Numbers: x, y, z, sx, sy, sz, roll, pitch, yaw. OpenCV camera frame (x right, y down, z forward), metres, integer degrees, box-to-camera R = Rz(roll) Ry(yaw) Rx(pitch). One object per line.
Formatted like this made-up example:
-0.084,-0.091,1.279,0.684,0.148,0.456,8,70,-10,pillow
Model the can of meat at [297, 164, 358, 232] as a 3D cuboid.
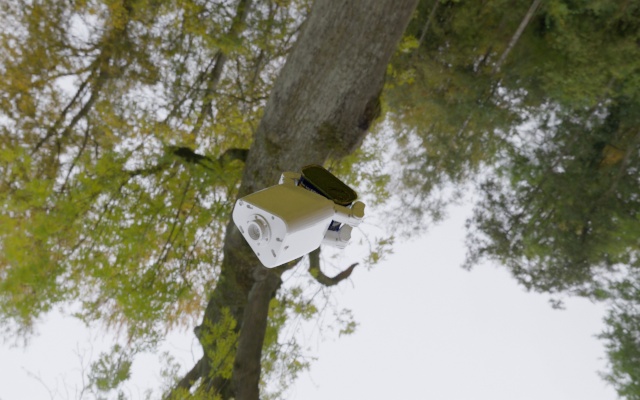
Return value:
0.000,0.003,0.808,0.102,0.084,0.057,38,34,21,can of meat
